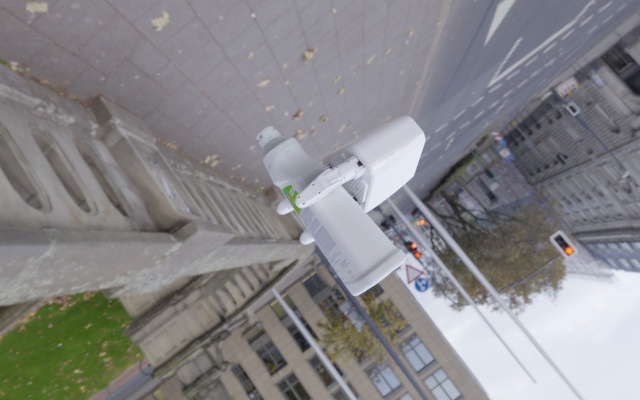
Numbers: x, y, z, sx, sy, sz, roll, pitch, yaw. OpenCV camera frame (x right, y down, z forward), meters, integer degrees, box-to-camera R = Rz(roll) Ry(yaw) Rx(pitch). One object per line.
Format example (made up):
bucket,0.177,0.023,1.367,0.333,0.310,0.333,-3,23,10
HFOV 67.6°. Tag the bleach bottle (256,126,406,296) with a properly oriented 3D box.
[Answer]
bleach bottle,0.000,0.002,0.627,0.068,0.251,0.103,-33,-10,-24
